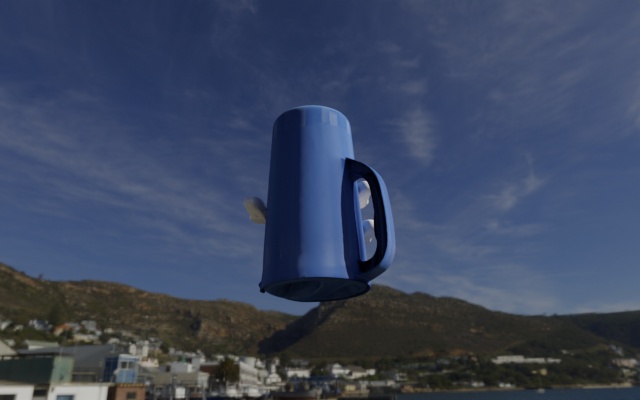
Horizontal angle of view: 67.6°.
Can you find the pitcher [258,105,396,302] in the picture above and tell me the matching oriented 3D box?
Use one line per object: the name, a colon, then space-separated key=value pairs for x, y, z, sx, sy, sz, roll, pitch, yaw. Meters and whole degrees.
pitcher: x=0.000 y=0.002 z=0.613 sx=0.149 sy=0.242 sz=0.145 roll=3 pitch=-23 yaw=-10
